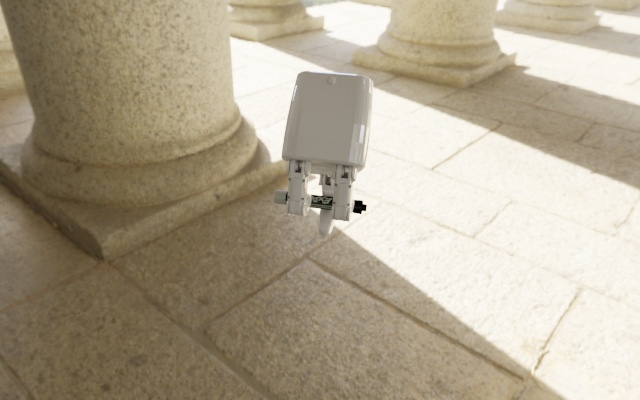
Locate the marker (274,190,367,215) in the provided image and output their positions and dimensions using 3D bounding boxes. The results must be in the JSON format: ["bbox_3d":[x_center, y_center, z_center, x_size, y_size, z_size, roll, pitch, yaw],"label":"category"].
[{"bbox_3d":[0.000,0.002,0.623,0.121,0.020,0.020,7,1,9],"label":"marker"}]
